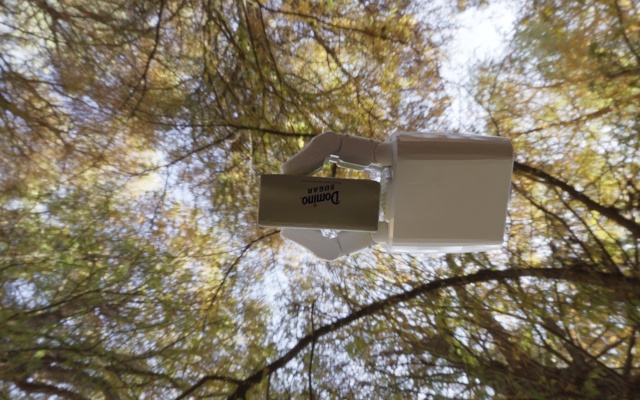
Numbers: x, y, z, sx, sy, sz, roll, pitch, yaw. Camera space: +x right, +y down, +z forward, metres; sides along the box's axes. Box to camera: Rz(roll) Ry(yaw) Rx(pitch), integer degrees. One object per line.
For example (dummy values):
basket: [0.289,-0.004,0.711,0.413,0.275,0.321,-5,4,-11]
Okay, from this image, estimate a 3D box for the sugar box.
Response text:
sugar box: [0.000,0.001,0.439,0.093,0.048,0.176,3,-2,0]
